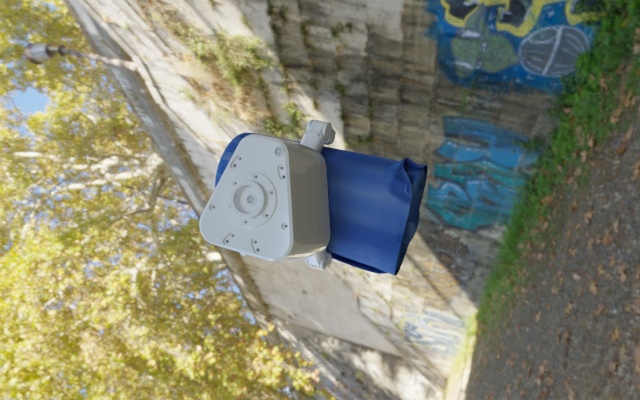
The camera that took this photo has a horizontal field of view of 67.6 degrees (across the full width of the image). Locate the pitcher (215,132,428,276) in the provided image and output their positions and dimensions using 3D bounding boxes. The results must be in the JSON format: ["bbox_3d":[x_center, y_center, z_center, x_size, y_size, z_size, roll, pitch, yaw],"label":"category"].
[{"bbox_3d":[0.000,0.002,0.590,0.243,0.149,0.145,16,3,16],"label":"pitcher"}]
